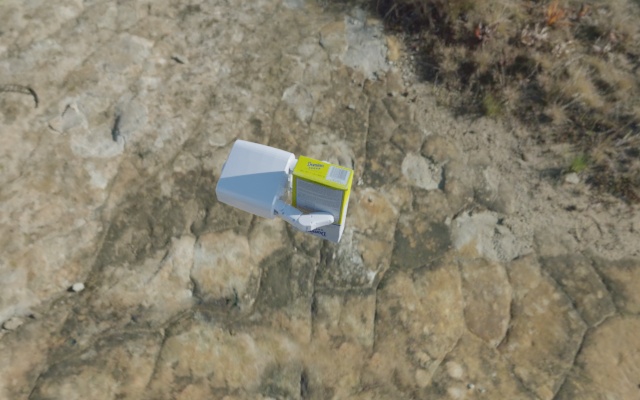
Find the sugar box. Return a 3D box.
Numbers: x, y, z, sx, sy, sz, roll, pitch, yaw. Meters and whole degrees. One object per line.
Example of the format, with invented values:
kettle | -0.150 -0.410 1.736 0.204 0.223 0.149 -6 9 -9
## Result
sugar box | 0.000 0.002 0.819 0.093 0.048 0.176 17 -30 7
